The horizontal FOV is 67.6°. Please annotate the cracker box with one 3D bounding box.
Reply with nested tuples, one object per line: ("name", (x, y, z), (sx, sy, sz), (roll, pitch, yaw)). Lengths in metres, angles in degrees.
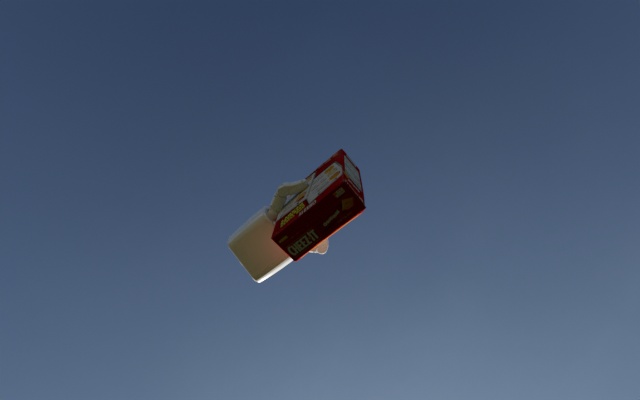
("cracker box", (0.000, 0.003, 0.900), (0.164, 0.072, 0.213), (-39, 15, 15))
